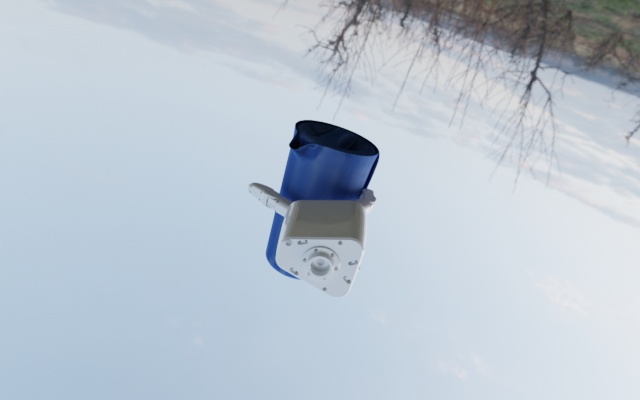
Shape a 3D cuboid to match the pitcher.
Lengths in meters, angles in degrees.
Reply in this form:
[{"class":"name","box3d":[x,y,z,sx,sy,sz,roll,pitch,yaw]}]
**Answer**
[{"class":"pitcher","box3d":[0.000,0.003,0.773,0.149,0.243,0.145,17,24,-4]}]
